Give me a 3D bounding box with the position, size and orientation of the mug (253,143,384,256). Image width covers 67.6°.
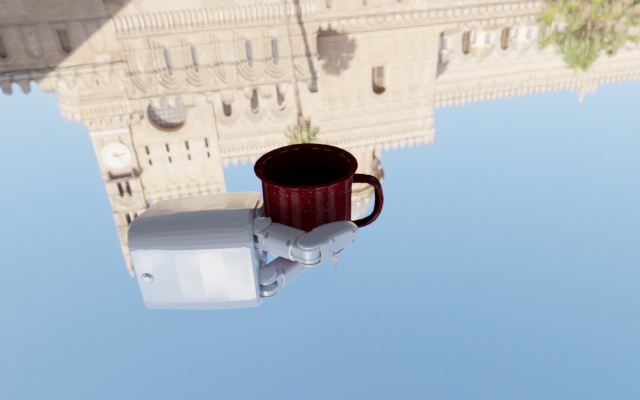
[{"bbox_3d":[0.002,0.002,0.445,0.117,0.081,0.093,-2,30,0],"label":"mug"}]
